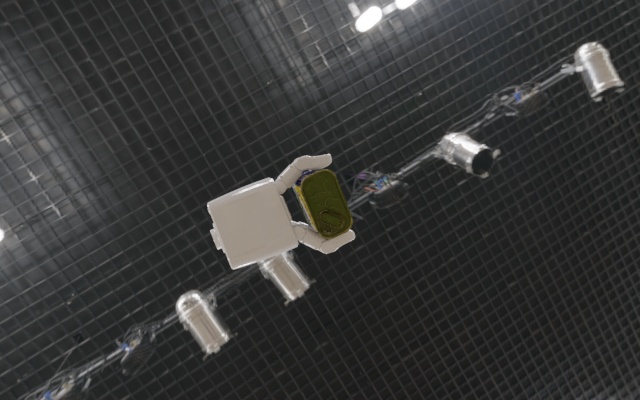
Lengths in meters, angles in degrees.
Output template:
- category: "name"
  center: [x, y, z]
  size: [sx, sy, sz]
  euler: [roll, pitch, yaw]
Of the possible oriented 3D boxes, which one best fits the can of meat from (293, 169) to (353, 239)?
- category: "can of meat"
  center: [0.000, 0.002, 0.745]
  size: [0.057, 0.102, 0.084]
  euler: [-25, 11, -11]
